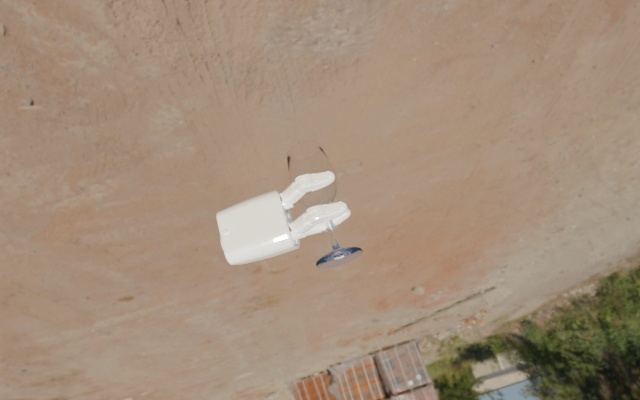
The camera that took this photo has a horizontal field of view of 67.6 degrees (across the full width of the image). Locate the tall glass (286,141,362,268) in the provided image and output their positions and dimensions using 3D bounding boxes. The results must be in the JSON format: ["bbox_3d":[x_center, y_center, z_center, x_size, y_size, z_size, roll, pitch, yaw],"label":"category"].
[{"bbox_3d":[0.000,0.003,0.767,0.079,0.201,0.079,-15,-25,-7],"label":"tall glass"}]
